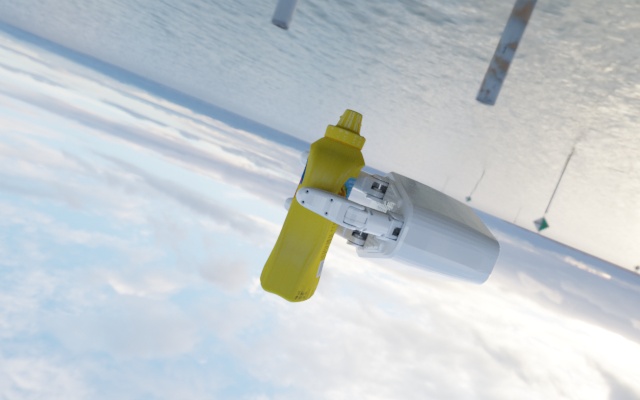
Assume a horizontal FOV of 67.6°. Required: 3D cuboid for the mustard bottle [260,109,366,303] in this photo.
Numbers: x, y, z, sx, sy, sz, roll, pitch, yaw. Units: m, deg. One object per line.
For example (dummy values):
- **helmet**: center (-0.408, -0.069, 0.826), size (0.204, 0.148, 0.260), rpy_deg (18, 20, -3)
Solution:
- **mustard bottle**: center (0.000, 0.002, 0.480), size (0.058, 0.191, 0.096), rpy_deg (23, 6, 9)
